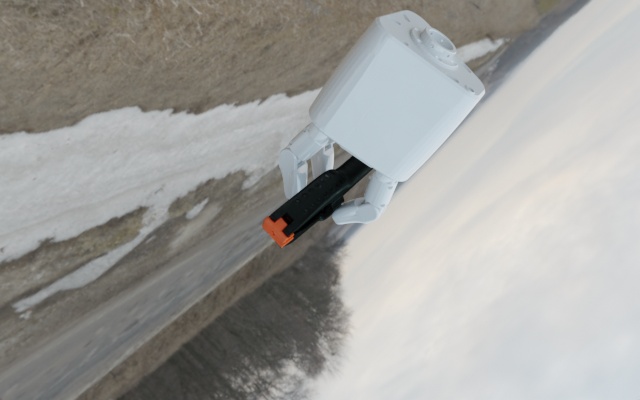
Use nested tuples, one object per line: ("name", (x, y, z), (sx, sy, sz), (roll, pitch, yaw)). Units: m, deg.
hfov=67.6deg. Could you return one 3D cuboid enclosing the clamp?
("clamp", (0.000, 0.002, 0.510), (0.165, 0.036, 0.210), (-49, -7, 39))
